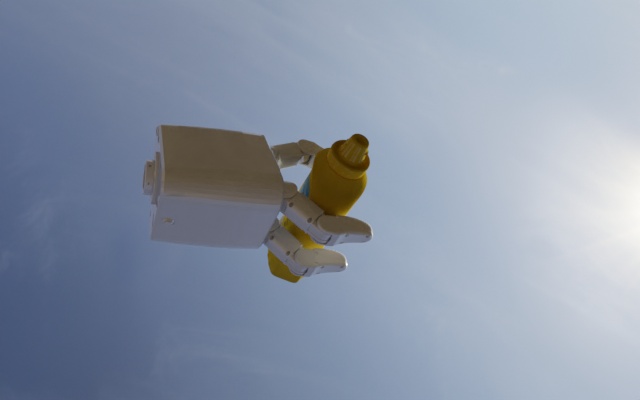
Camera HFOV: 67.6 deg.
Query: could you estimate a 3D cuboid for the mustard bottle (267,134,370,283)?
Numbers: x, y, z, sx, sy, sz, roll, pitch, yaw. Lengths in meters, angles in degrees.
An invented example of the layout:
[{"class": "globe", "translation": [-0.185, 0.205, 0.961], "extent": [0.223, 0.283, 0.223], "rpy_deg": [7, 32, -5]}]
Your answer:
[{"class": "mustard bottle", "translation": [0.000, 0.002, 0.503], "extent": [0.058, 0.096, 0.192], "rpy_deg": [24, -44, -8]}]
